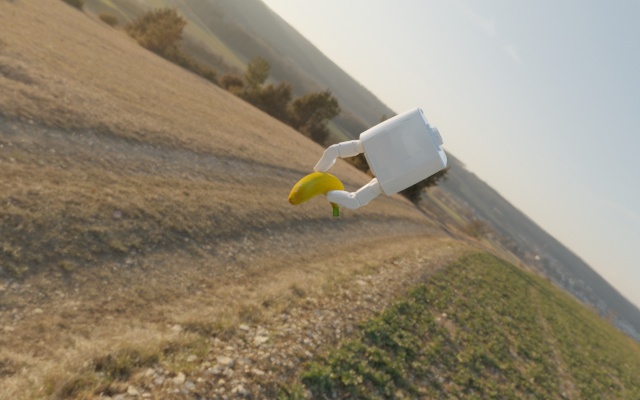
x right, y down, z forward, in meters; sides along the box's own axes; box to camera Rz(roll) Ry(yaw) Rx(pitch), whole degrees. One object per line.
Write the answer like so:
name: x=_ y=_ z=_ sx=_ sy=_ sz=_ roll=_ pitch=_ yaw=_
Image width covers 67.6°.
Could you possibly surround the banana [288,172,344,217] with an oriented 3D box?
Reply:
banana: x=0.002 y=-0.015 z=0.826 sx=0.037 sy=0.069 sz=0.198 roll=0 pitch=-8 yaw=25
